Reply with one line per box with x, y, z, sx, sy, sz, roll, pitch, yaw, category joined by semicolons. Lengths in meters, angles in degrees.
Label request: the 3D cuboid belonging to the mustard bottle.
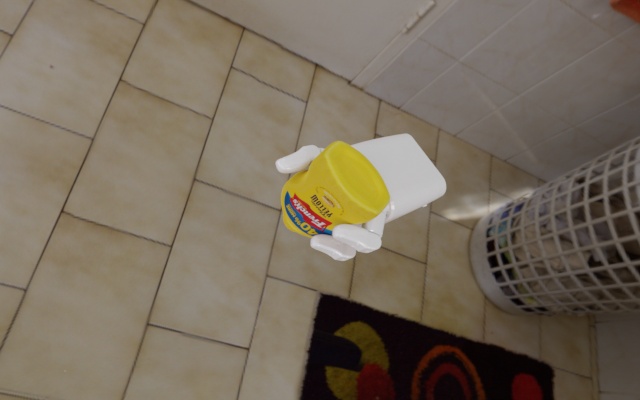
0.000;0.002;0.608;0.058;0.096;0.192;-47;7;-32;mustard bottle
